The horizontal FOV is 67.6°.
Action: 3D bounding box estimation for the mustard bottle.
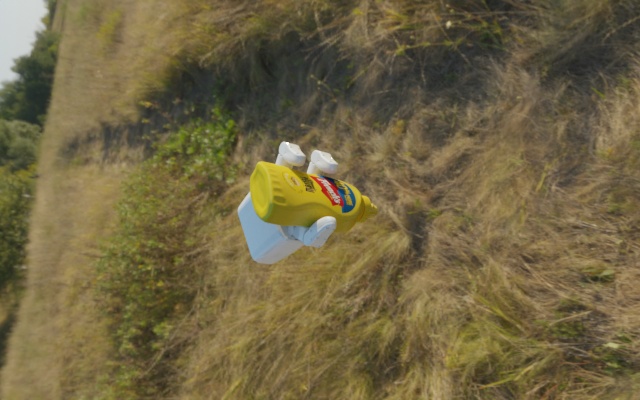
[{"bbox_3d":[0.000,0.002,0.675,0.191,0.058,0.096,11,34,-30],"label":"mustard bottle"}]
